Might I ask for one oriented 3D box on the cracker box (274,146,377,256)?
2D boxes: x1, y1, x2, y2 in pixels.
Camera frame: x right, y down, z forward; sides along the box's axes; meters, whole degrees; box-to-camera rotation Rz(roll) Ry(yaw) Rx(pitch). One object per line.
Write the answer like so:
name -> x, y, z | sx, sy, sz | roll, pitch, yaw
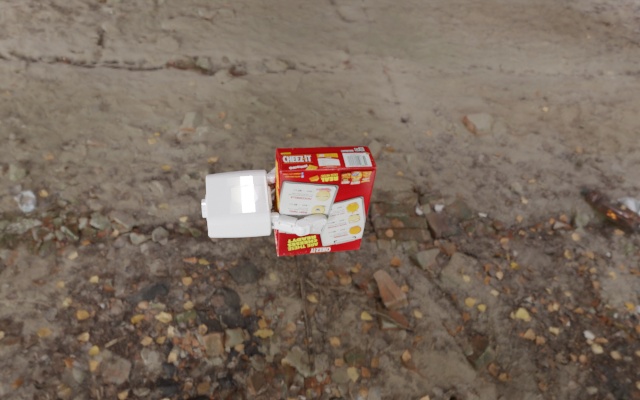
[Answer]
cracker box -> 0.000, 0.003, 0.866 | 0.164, 0.214, 0.072 | -3, 45, -10
